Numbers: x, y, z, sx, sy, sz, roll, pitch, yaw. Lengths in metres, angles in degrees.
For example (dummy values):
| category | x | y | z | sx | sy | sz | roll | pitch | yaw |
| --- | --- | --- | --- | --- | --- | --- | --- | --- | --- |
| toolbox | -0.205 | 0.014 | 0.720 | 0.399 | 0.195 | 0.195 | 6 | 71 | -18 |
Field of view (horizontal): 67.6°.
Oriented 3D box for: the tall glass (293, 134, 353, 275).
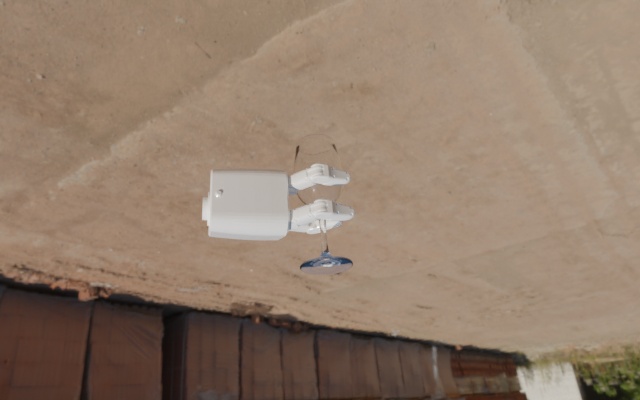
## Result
| category | x | y | z | sx | sy | sz | roll | pitch | yaw |
| --- | --- | --- | --- | --- | --- | --- | --- | --- | --- |
| tall glass | 0.000 | 0.003 | 0.704 | 0.079 | 0.201 | 0.079 | -4 | -26 | -2 |
